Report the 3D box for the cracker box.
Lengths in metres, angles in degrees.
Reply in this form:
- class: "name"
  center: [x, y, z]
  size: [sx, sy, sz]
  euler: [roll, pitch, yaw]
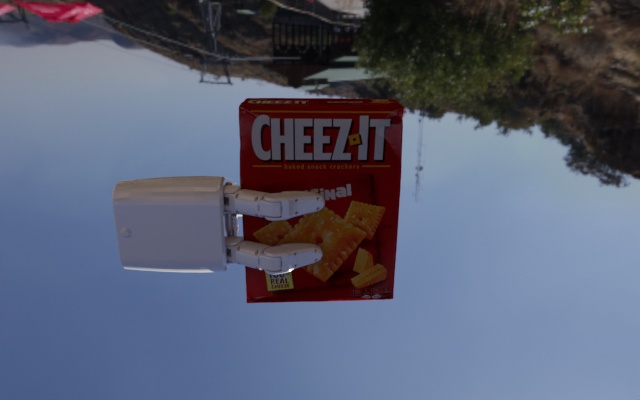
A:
- class: "cracker box"
  center: [0.000, 0.002, 0.512]
  size: [0.164, 0.214, 0.072]
  euler: [0, 18, -2]
